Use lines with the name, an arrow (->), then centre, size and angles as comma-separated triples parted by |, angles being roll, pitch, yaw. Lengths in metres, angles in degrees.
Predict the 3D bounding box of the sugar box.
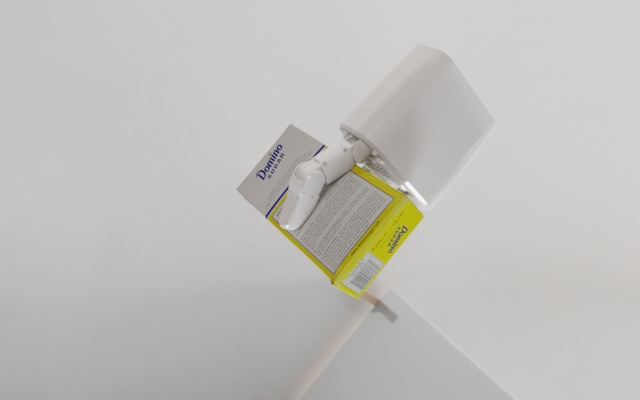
sugar box -> 0.001, 0.002, 0.448 | 0.048, 0.093, 0.176 | 40, -1, -44
